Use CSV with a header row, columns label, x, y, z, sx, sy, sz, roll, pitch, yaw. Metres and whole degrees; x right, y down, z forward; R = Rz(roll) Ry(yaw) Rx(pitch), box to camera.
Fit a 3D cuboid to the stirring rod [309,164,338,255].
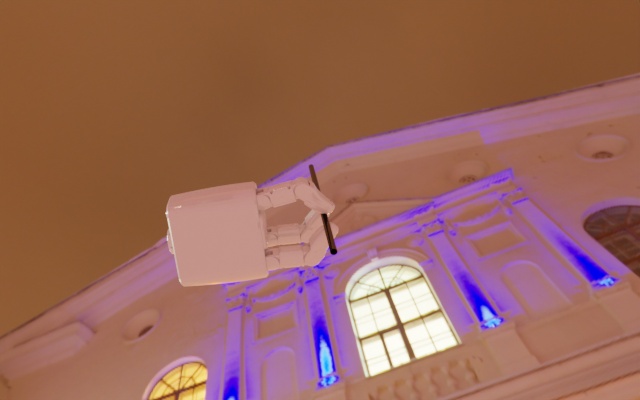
label,x,y,z,sx,sy,sz,roll,pitch,yaw
stirring rod,0.000,0.002,0.625,0.011,0.011,0.239,0,27,-8
